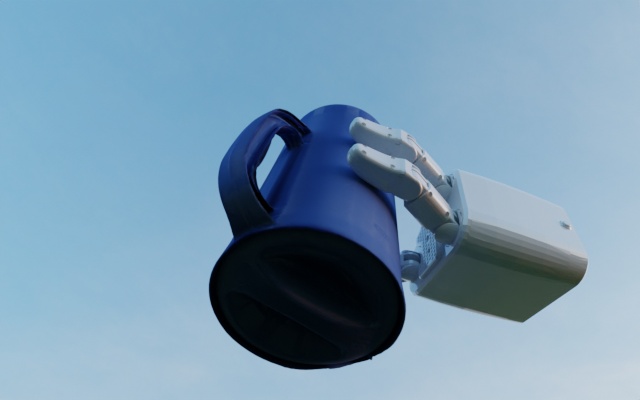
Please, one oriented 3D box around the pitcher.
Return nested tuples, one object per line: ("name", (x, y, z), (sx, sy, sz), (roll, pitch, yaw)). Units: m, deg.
("pitcher", (0.000, 0.001, 0.407), (0.145, 0.149, 0.242), (16, 34, -2))
